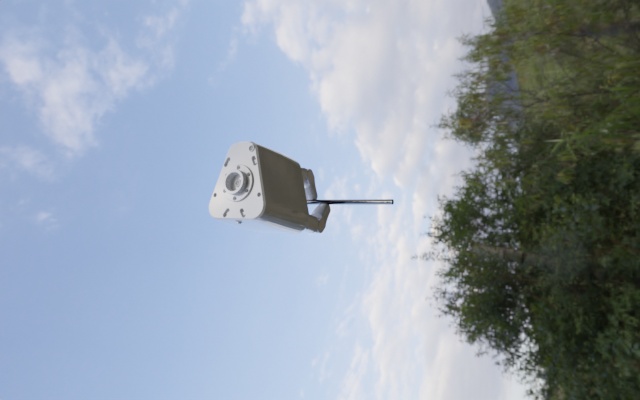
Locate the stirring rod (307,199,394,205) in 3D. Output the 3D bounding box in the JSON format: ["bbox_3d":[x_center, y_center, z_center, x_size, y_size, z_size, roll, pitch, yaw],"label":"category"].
[{"bbox_3d":[0.000,0.002,0.753,0.239,0.011,0.011,0,0,29],"label":"stirring rod"}]
